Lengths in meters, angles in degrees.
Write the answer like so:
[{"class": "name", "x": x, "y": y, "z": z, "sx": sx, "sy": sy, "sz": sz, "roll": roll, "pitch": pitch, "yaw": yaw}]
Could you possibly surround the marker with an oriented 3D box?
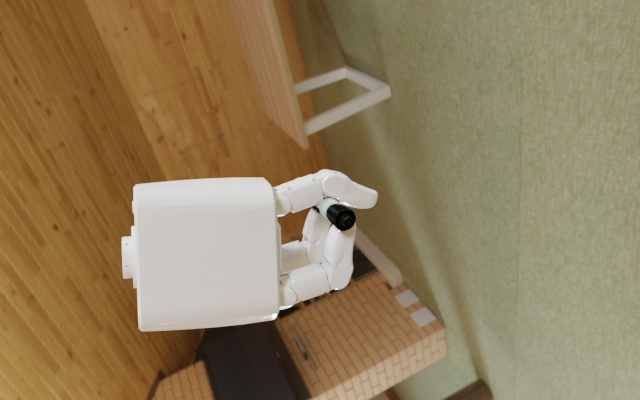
[{"class": "marker", "x": 0.000, "y": 0.001, "z": 0.425, "sx": 0.020, "sy": 0.020, "sz": 0.121, "roll": 0, "pitch": 15, "yaw": -21}]
